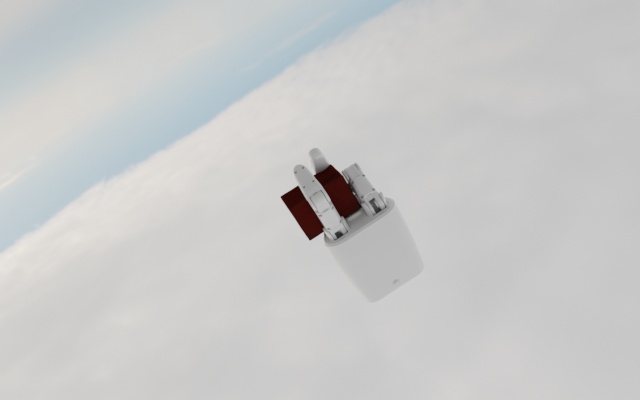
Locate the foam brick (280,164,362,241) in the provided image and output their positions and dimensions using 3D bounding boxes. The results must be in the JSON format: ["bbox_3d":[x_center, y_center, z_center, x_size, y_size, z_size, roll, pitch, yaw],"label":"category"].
[{"bbox_3d":[0.000,0.002,0.587,0.078,0.051,0.053,-33,25,-2],"label":"foam brick"}]
